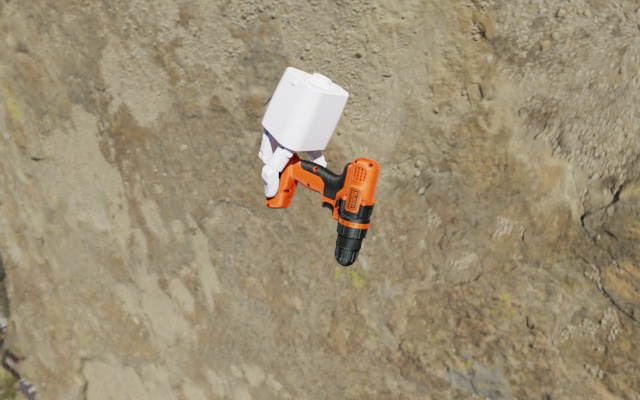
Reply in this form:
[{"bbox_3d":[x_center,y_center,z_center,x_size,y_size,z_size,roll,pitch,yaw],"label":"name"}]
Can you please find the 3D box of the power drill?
[{"bbox_3d":[0.000,0.002,0.815,0.187,0.184,0.057,17,11,23],"label":"power drill"}]
